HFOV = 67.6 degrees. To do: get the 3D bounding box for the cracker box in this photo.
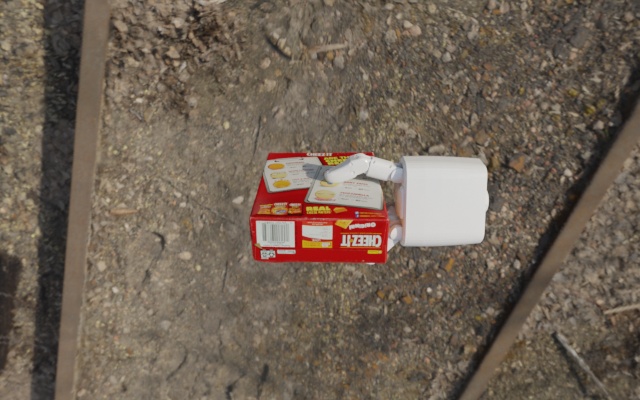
[{"bbox_3d":[0.000,0.002,0.653,0.164,0.072,0.213,0,26,0],"label":"cracker box"}]
